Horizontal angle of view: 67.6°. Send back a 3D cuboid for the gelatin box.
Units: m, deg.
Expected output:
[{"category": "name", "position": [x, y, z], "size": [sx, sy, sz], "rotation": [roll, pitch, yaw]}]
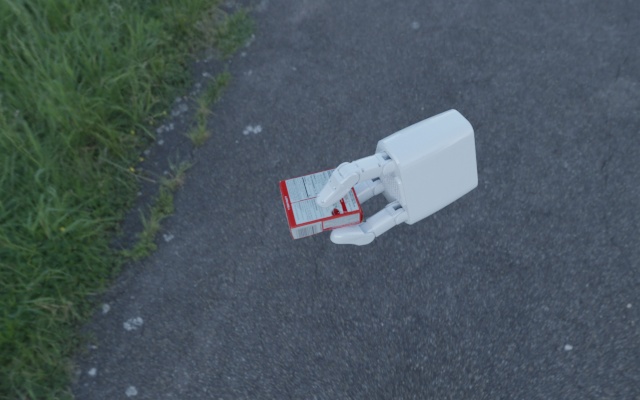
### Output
[{"category": "gelatin box", "position": [0.000, 0.002, 0.585], "size": [0.089, 0.073, 0.030], "rotation": [-13, -35, -5]}]
